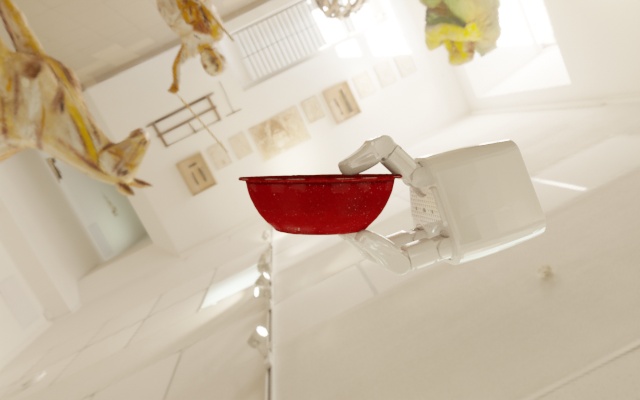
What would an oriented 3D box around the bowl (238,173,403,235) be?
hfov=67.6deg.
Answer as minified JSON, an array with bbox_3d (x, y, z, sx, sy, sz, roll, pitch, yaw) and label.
[{"bbox_3d":[-0.001,0.002,0.476,0.162,0.055,0.162,0,4,0],"label":"bowl"}]
